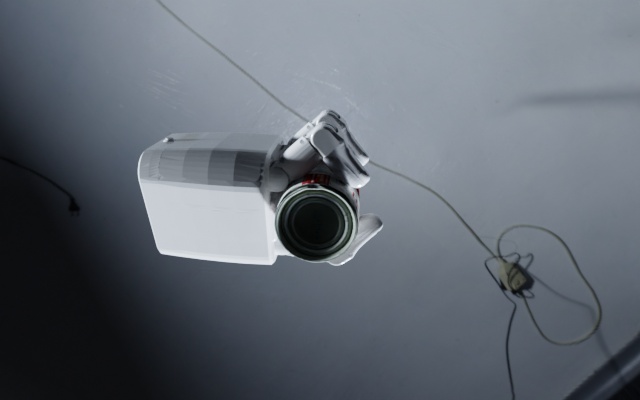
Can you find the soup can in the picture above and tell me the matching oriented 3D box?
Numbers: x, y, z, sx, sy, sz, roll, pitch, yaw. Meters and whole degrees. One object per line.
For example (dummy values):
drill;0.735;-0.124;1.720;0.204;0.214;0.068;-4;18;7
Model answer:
soup can;0.001;0.002;0.414;0.068;0.068;0.102;0;21;5
